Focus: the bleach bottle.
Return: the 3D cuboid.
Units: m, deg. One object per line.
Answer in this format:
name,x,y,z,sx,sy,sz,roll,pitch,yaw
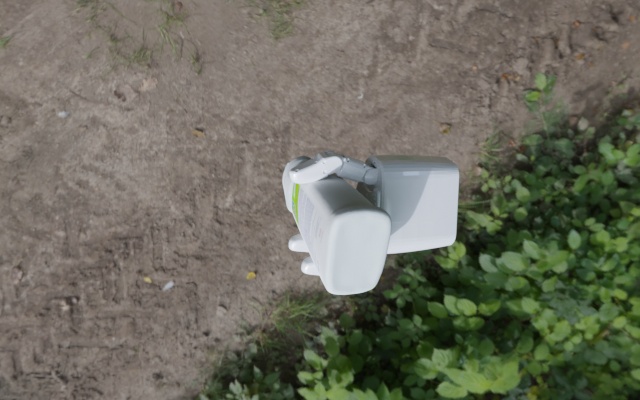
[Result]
bleach bottle,0.000,0.002,0.576,0.068,0.103,0.250,-2,26,-18
